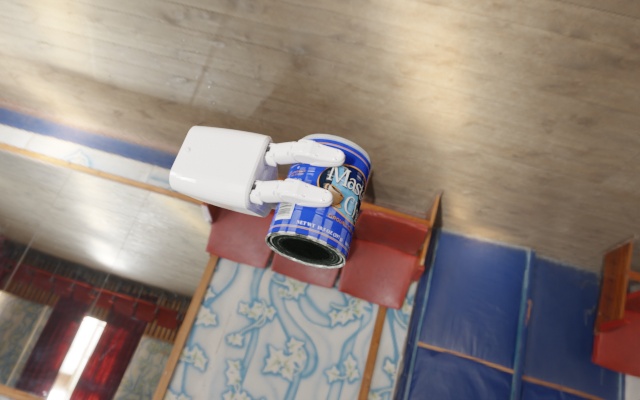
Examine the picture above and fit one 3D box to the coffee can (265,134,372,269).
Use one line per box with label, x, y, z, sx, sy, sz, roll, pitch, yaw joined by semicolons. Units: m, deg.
coffee can;0.000;0.002;0.607;0.103;0.140;0.103;14;-24;7
